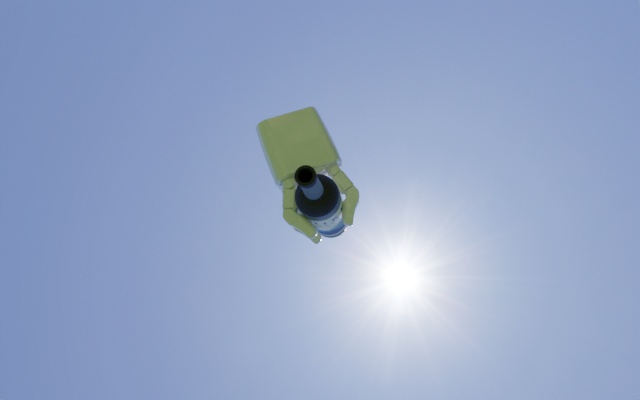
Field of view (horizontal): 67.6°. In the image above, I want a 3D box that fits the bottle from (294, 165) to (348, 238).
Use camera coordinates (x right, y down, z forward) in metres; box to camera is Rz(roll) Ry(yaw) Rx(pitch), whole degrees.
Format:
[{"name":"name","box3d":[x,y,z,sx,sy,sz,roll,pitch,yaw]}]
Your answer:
[{"name":"bottle","box3d":[0.000,0.003,0.735,0.069,0.069,0.296,0,-13,8]}]
